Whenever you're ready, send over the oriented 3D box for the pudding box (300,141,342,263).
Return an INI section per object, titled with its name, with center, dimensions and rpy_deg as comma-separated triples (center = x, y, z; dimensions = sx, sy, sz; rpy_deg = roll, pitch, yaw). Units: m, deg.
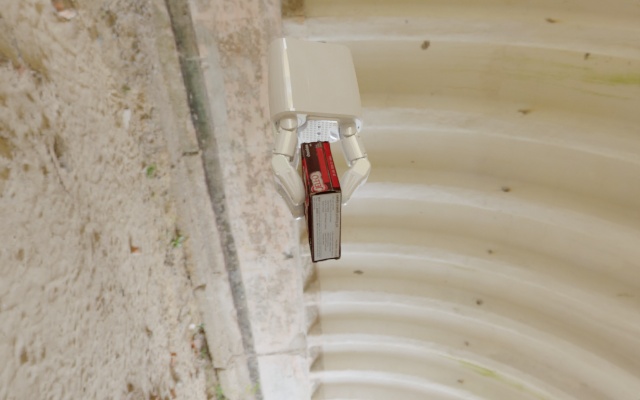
[pudding box]
center = 0.000, 0.002, 0.551
dimensions = 0.039, 0.114, 0.090
rpy_deg = -7, 43, -3
